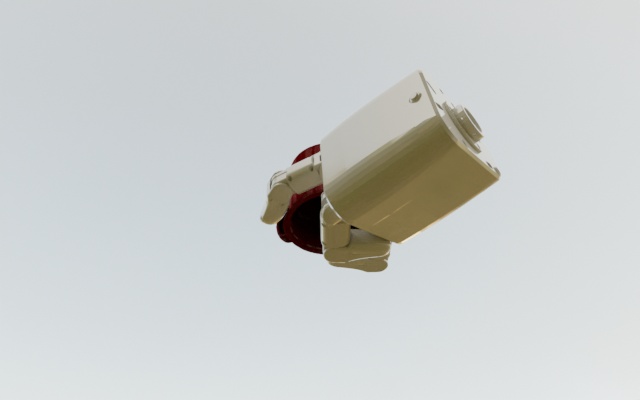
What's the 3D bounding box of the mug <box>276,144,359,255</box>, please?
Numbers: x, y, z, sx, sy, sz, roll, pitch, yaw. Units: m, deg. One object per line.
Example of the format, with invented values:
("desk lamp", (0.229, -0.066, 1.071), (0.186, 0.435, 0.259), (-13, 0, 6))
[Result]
("mug", (-0.001, 0.002, 0.496), (0.117, 0.081, 0.093), (-35, -52, 27))
